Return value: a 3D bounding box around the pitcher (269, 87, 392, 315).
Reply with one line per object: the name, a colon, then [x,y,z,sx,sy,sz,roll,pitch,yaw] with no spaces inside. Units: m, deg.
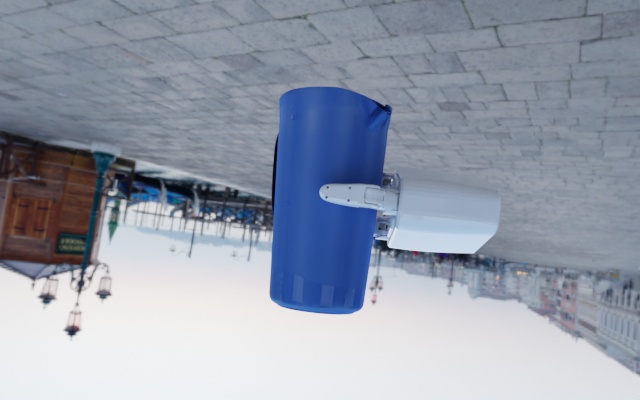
pitcher: [0.000,0.002,0.560,0.145,0.243,0.149,6,-6,4]
